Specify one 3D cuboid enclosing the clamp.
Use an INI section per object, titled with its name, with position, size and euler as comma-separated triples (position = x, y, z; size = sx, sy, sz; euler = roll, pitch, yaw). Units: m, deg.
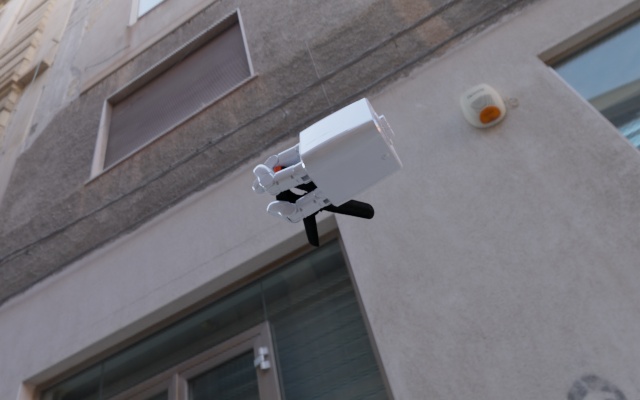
[clamp]
position = 0.000, 0.002, 0.707
size = 0.120, 0.039, 0.171
euler = -28, -45, 14
